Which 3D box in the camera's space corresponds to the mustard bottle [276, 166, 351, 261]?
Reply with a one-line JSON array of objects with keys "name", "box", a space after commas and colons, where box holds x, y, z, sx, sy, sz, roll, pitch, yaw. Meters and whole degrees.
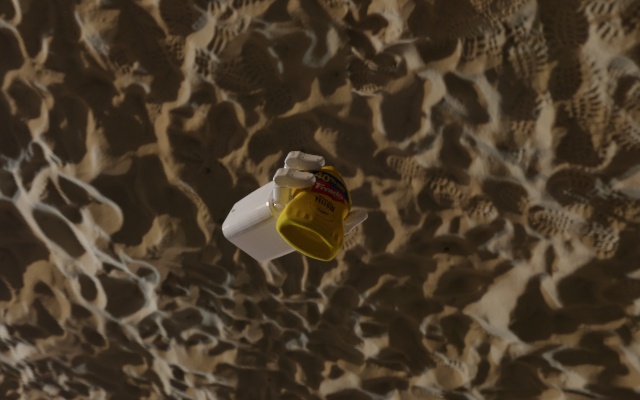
[{"name": "mustard bottle", "box": [0.000, 0.002, 0.732, 0.096, 0.058, 0.191, 31, 34, -9]}]
